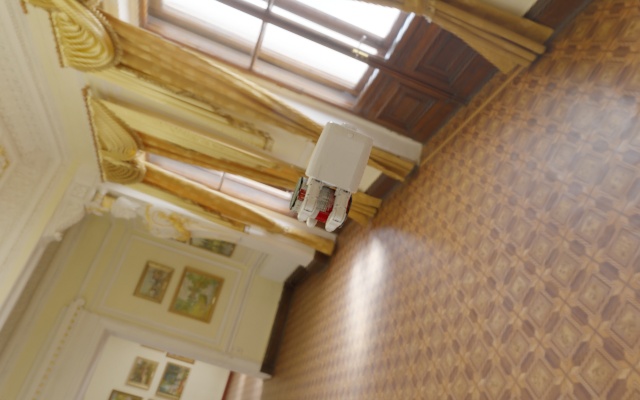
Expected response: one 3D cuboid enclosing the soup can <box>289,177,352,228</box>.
[{"bbox_3d":[0.000,0.003,0.892,0.102,0.068,0.068,20,-3,-9],"label":"soup can"}]
